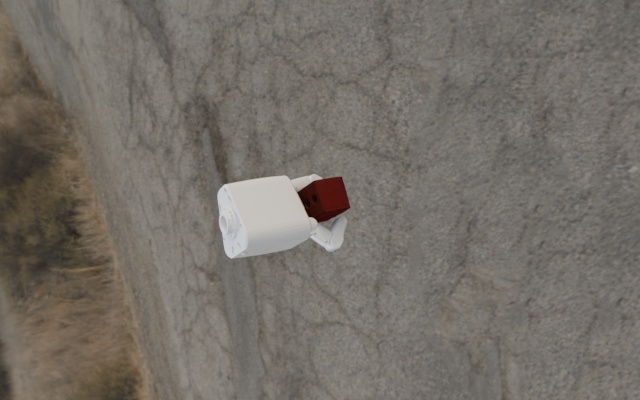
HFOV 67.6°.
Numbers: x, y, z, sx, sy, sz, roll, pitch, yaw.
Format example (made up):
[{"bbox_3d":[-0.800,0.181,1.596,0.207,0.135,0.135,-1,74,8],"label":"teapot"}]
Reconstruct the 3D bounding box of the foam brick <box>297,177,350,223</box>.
[{"bbox_3d":[0.000,0.002,0.743,0.051,0.053,0.078,-8,-14,-34],"label":"foam brick"}]
